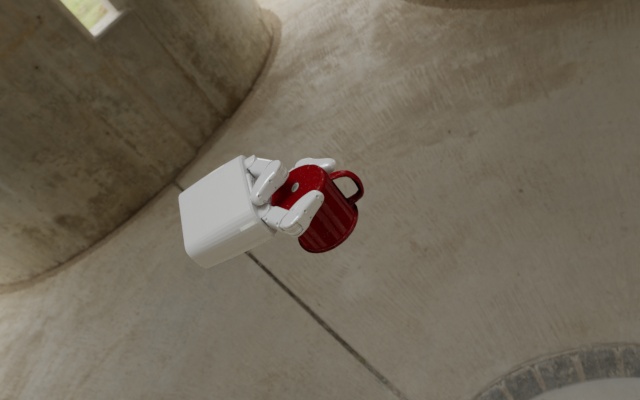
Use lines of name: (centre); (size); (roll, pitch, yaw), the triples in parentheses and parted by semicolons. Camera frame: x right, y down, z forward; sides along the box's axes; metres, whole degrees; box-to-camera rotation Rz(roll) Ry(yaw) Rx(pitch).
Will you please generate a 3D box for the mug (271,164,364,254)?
mug: (0.001, 0.001, 0.614); (0.117, 0.093, 0.081); (-29, -51, 12)
